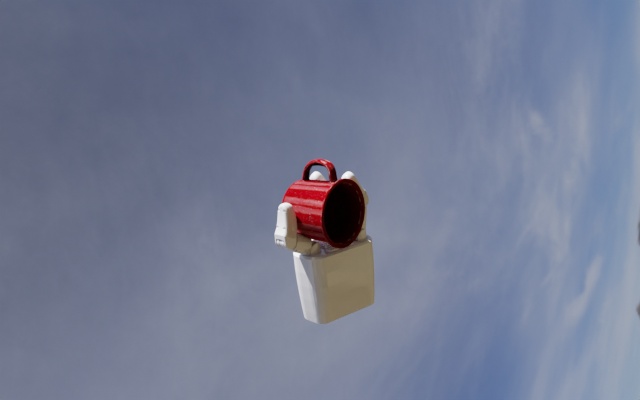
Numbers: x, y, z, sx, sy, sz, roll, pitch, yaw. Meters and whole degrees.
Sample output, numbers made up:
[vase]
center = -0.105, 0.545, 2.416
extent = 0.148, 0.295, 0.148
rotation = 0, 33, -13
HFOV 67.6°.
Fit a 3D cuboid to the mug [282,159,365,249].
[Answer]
[mug]
center = 0.000, 0.001, 0.647
extent = 0.081, 0.117, 0.093
rotation = 7, 20, 40
